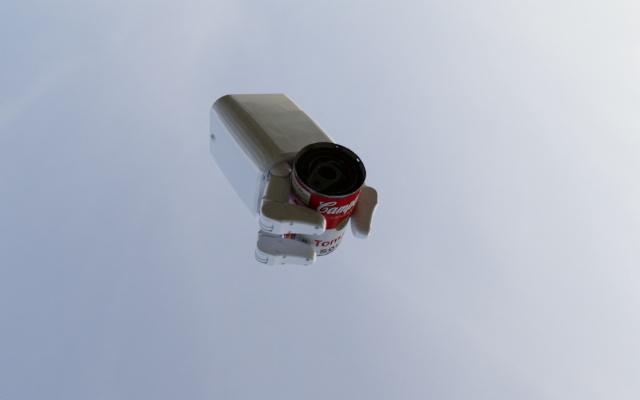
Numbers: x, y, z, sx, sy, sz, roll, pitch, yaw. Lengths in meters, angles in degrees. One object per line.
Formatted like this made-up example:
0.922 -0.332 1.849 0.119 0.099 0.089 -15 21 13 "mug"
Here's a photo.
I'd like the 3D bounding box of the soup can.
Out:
0.000 0.002 0.476 0.068 0.068 0.102 0 -39 -13 "soup can"
